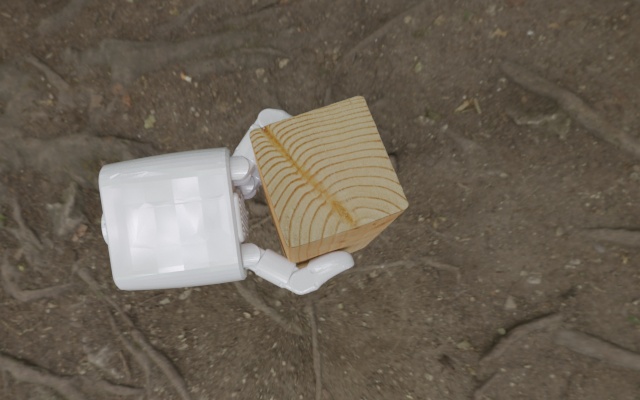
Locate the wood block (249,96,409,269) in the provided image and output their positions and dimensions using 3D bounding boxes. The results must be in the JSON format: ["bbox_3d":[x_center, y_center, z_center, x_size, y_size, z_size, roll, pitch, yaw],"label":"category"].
[{"bbox_3d":[0.000,0.002,0.429,0.090,0.091,0.206,-19,-11,-7],"label":"wood block"}]
